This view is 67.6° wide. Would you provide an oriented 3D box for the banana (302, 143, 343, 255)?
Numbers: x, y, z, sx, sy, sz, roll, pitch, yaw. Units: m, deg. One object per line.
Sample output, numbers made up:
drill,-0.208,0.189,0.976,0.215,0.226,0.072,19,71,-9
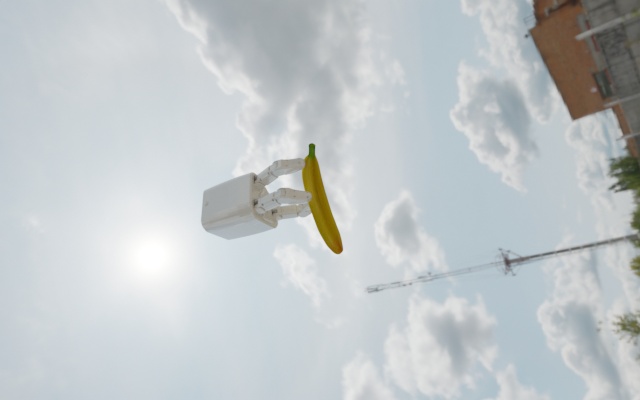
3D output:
banana,-0.002,0.004,0.835,0.037,0.197,0.070,-15,-12,-6
